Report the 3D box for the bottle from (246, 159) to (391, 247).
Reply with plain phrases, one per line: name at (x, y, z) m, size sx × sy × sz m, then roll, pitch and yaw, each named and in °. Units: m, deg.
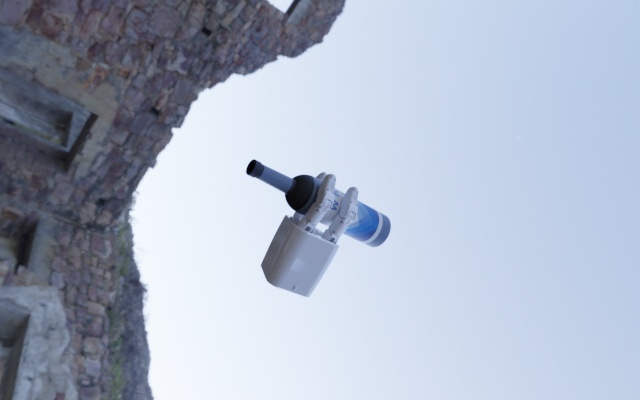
bottle at (0.000, 0.003, 0.824) m, size 0.296 × 0.069 × 0.069 m, roll 27°, pitch -16°, yaw -34°
